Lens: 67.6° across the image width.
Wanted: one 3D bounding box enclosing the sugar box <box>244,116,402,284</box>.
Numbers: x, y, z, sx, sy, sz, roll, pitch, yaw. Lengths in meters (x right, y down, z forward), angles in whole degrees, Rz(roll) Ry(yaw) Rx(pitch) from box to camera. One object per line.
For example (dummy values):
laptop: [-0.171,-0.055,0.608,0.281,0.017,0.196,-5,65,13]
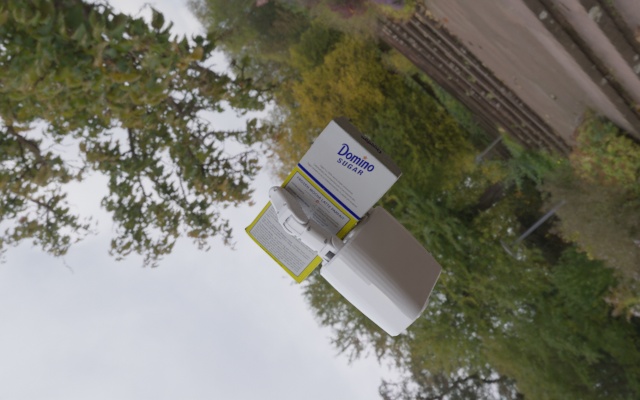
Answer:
sugar box: [0.000,0.002,0.538,0.093,0.176,0.048,43,23,3]
